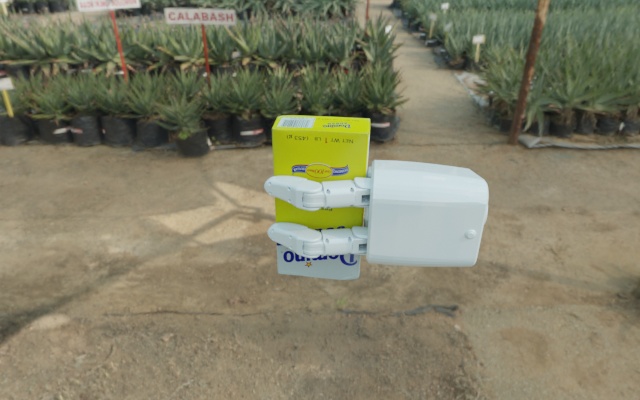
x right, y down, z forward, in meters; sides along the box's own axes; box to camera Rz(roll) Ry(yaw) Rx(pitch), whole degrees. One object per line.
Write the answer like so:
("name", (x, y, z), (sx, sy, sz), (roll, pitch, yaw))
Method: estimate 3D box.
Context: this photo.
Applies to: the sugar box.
("sugar box", (0.000, 0.002, 0.497), (0.093, 0.176, 0.048), (4, 29, 6))
